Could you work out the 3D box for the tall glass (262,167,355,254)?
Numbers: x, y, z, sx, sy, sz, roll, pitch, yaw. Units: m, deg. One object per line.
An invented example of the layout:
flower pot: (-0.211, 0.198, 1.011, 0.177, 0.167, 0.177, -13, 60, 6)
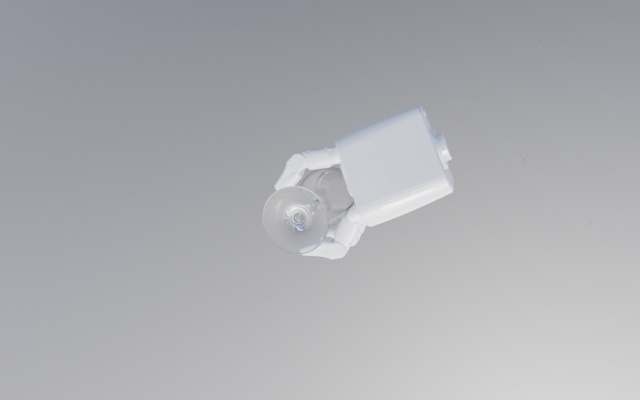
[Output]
tall glass: (0.000, 0.002, 0.597, 0.079, 0.079, 0.201, 0, 11, 16)
